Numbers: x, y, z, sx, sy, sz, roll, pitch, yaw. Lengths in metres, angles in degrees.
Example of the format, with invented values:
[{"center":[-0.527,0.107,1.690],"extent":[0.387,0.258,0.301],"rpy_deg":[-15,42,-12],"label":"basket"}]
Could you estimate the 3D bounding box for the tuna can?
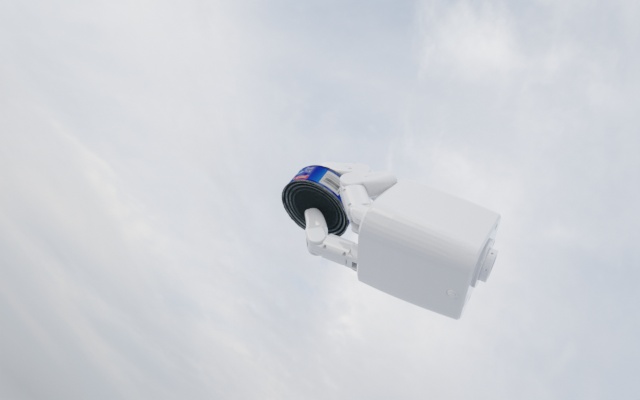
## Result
[{"center":[0.000,0.001,0.550],"extent":[0.086,0.086,0.033],"rpy_deg":[0,39,38],"label":"tuna can"}]
